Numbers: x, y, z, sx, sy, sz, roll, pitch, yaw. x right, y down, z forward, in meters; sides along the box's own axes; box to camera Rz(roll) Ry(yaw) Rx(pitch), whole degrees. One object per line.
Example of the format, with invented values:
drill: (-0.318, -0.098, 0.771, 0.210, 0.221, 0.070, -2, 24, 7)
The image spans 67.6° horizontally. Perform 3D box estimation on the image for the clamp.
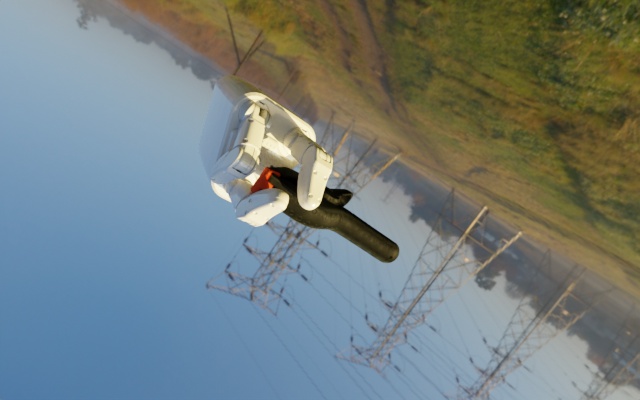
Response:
clamp: (0.000, 0.002, 0.501, 0.171, 0.039, 0.120, 29, 11, -33)
